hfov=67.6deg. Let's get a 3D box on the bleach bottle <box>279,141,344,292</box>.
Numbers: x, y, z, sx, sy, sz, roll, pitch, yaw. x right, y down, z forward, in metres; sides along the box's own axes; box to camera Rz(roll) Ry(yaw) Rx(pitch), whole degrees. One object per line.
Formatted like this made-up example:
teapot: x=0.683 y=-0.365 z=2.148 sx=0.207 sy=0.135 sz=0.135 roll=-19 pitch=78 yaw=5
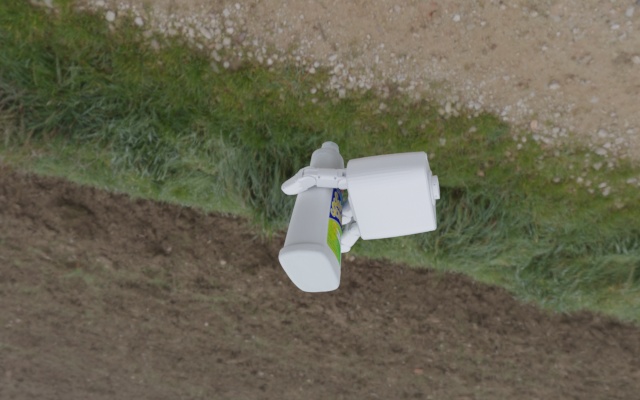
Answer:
bleach bottle: x=0.000 y=0.002 z=0.704 sx=0.068 sy=0.250 sz=0.103 roll=-7 pitch=-42 yaw=17
